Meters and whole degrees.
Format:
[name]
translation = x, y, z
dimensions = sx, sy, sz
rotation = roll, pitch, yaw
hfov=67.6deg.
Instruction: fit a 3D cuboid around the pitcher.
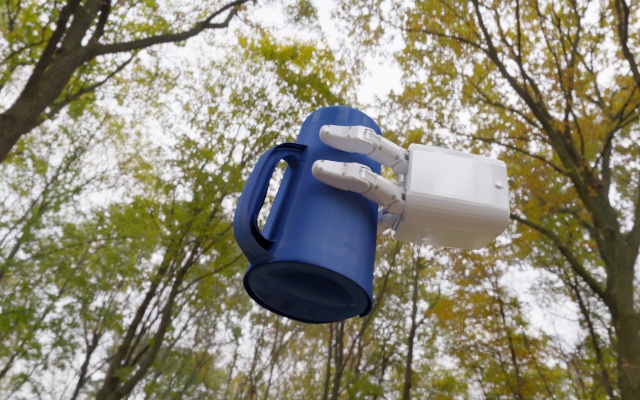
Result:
[pitcher]
translation = 0.000, 0.002, 0.541
dimensions = 0.145, 0.242, 0.149
rotation = 9, -37, 4
